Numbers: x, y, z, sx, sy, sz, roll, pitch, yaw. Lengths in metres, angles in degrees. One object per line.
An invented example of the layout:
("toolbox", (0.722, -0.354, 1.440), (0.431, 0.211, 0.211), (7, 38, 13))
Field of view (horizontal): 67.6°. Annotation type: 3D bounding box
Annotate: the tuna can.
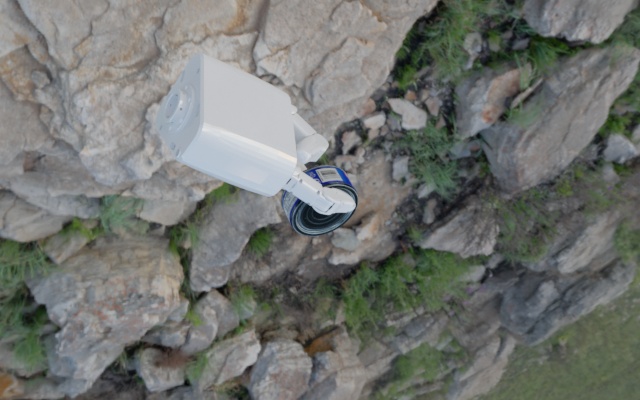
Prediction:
("tuna can", (0.000, 0.002, 0.553), (0.086, 0.086, 0.033), (0, 43, -31))
